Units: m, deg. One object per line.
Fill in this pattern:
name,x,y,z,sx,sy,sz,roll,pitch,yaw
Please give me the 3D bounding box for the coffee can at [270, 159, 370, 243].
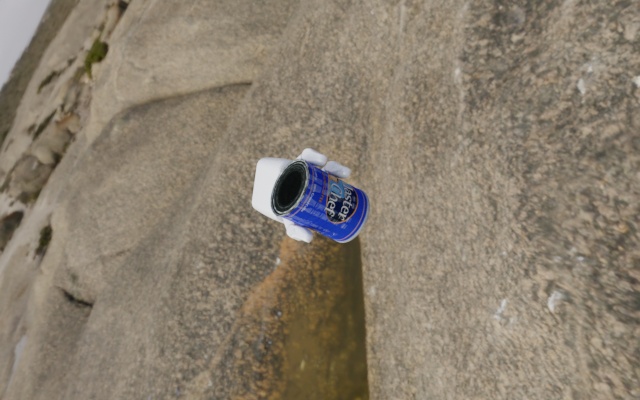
coffee can,0.000,0.003,0.821,0.140,0.102,0.103,25,-15,-33
